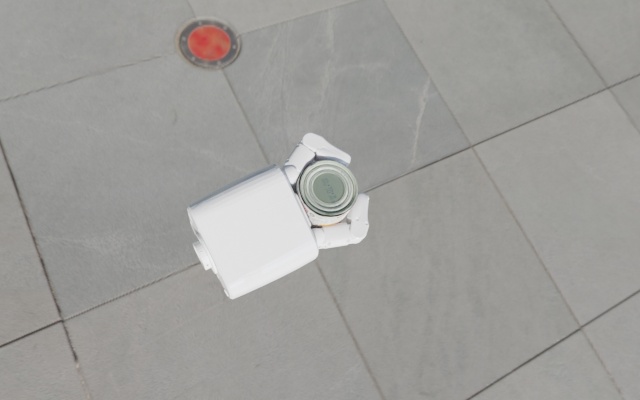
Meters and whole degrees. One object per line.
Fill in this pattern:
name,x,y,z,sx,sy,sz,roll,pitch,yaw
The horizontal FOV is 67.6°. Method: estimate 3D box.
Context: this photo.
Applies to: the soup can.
soup can,0.001,0.002,0.560,0.068,0.068,0.102,0,-19,-11
